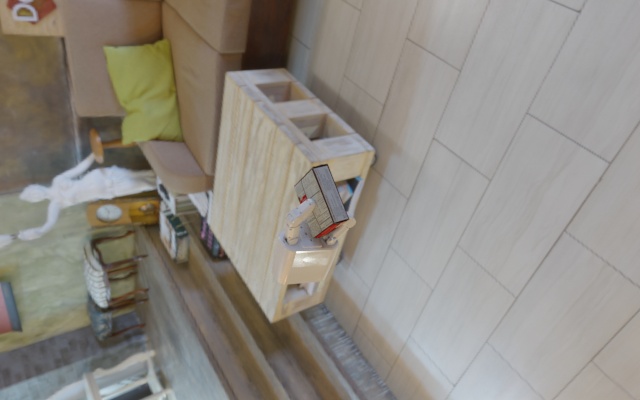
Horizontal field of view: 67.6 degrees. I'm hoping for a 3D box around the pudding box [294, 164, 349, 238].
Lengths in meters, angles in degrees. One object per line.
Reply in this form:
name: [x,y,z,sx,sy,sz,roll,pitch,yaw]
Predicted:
pudding box: [0.000,0.003,0.872,0.039,0.113,0.090,-16,-13,-32]
